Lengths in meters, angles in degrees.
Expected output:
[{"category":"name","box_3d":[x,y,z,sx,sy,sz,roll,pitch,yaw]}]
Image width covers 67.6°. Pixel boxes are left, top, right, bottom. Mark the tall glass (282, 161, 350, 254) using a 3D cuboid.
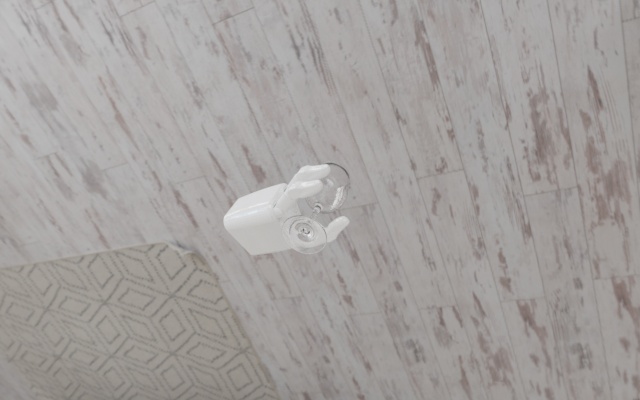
[{"category":"tall glass","box_3d":[0.000,0.003,0.830,0.079,0.079,0.201,0,31,18]}]
